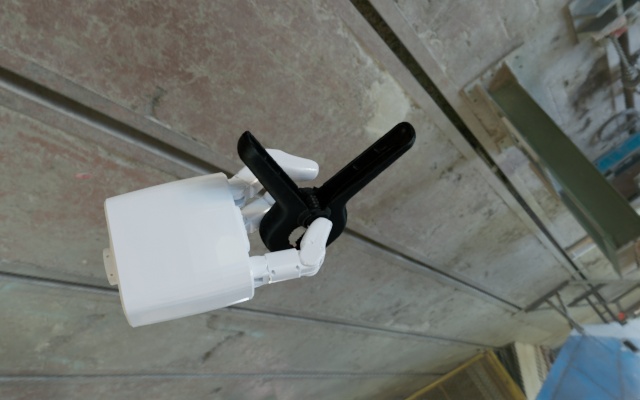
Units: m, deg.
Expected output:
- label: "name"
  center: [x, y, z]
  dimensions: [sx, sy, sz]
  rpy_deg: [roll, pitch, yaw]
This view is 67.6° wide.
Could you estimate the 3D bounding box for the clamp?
- label: "clamp"
  center: [0.000, 0.003, 0.475]
  dimensions: [0.164, 0.036, 0.210]
  rpy_deg: [-10, -36, -17]
